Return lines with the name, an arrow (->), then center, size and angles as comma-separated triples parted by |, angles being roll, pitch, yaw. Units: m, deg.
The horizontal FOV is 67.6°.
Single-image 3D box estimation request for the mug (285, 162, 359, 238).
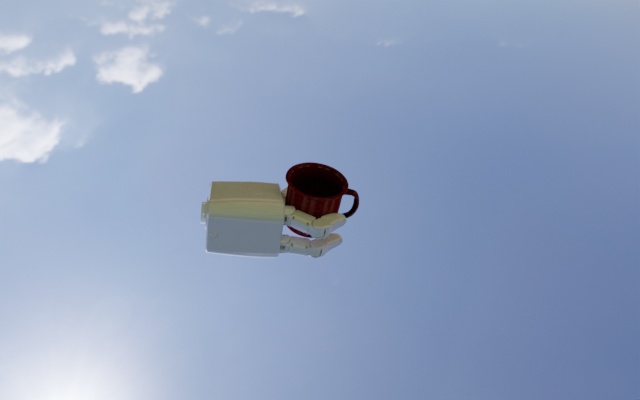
mug -> 0.001, 0.003, 0.721 | 0.117, 0.082, 0.093 | 4, 37, -12
